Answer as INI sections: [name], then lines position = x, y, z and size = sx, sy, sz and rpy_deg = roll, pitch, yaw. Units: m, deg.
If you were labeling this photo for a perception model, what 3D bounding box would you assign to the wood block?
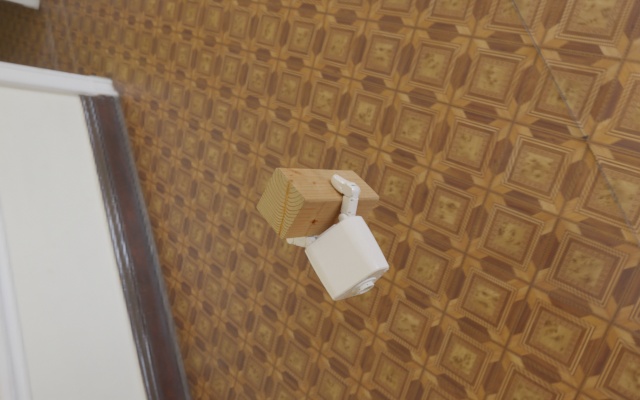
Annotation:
[wood block]
position = 0.000, 0.003, 0.879
size = 0.206, 0.091, 0.090
rpy_deg = -2, 41, -48
